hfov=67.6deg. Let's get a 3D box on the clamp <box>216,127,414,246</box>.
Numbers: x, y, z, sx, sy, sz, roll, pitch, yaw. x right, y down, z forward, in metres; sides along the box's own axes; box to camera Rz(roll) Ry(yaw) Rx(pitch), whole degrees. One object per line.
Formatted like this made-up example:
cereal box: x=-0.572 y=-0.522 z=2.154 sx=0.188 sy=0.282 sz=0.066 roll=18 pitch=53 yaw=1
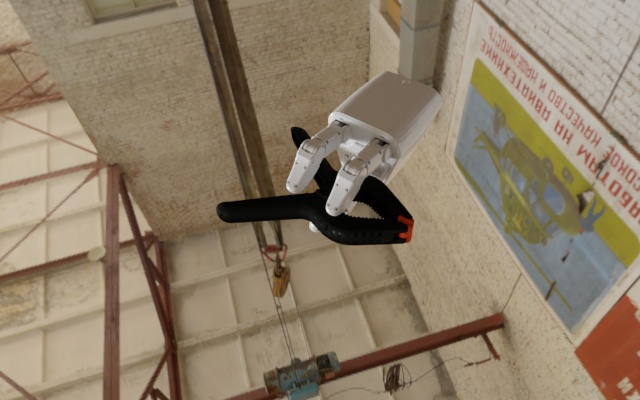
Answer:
clamp: x=0.001 y=0.002 z=0.534 sx=0.210 sy=0.036 sz=0.164 roll=29 pitch=57 yaw=25
